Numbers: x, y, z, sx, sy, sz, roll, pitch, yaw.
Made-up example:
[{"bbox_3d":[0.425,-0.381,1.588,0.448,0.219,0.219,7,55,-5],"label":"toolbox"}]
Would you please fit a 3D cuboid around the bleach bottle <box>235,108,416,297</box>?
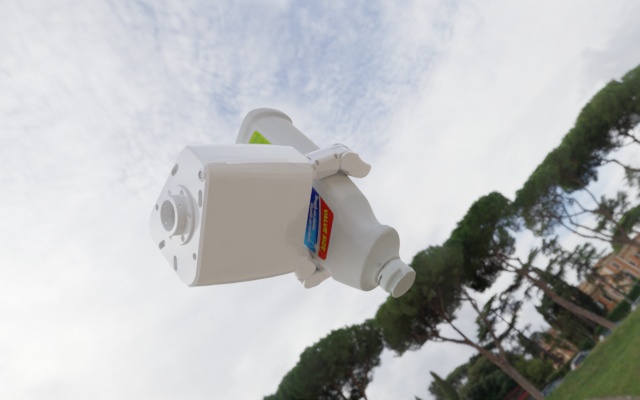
[{"bbox_3d":[0.000,0.002,0.489,0.068,0.103,0.250,-2,33,-45],"label":"bleach bottle"}]
